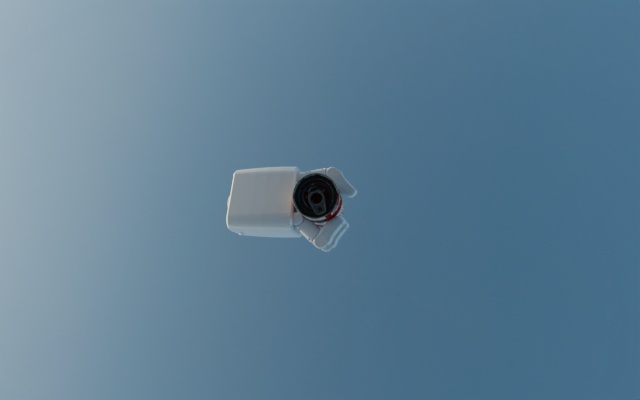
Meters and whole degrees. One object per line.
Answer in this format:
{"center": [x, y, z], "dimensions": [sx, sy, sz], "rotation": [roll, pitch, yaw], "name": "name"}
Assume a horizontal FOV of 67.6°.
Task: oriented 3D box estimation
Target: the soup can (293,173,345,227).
{"center": [0.001, 0.002, 0.744], "dimensions": [0.068, 0.068, 0.102], "rotation": [0, -11, 9], "name": "soup can"}
